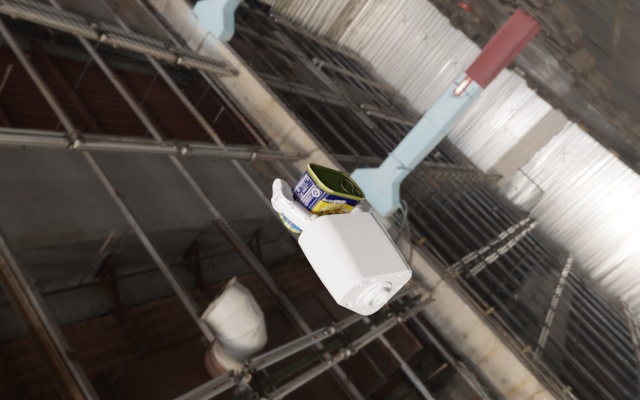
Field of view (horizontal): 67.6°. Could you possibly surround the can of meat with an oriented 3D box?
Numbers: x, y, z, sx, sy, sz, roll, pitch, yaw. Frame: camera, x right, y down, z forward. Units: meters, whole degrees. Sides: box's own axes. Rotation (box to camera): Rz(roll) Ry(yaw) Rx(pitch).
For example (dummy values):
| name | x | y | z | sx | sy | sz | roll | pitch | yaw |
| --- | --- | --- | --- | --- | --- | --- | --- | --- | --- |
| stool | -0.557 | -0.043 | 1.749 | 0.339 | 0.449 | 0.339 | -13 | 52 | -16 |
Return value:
| name | x | y | z | sx | sy | sz | roll | pitch | yaw |
| --- | --- | --- | --- | --- | --- | --- | --- | --- | --- |
| can of meat | 0.000 | 0.002 | 0.678 | 0.102 | 0.084 | 0.057 | 11 | 35 | -50 |
